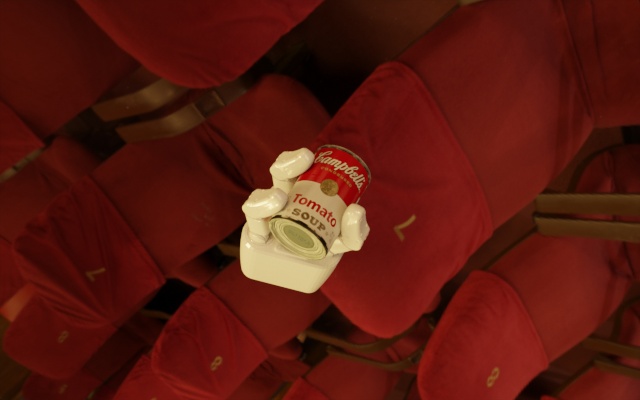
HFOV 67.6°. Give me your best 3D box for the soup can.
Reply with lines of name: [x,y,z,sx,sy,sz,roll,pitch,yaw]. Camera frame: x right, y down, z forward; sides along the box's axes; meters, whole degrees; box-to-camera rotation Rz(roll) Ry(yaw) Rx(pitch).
soup can: [0.000,0.002,0.492,0.068,0.102,0.069,24,-31,15]
